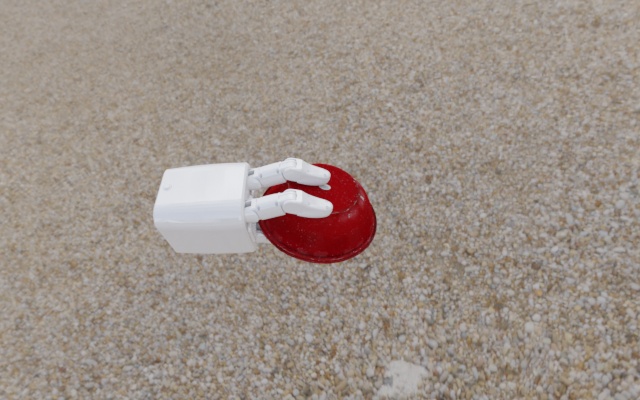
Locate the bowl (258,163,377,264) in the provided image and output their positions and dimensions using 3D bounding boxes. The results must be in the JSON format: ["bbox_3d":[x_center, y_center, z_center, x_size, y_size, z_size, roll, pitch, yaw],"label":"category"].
[{"bbox_3d":[0.001,0.002,0.621,0.162,0.162,0.055,0,-44,-12],"label":"bowl"}]
